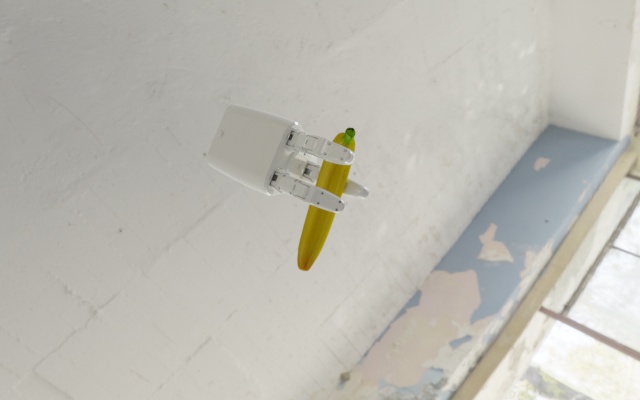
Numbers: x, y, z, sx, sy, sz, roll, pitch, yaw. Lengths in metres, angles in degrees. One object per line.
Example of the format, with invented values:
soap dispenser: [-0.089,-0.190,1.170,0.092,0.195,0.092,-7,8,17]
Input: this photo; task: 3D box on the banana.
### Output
banana: [0.006,-0.006,0.612,0.037,0.198,0.069,20,20,10]
